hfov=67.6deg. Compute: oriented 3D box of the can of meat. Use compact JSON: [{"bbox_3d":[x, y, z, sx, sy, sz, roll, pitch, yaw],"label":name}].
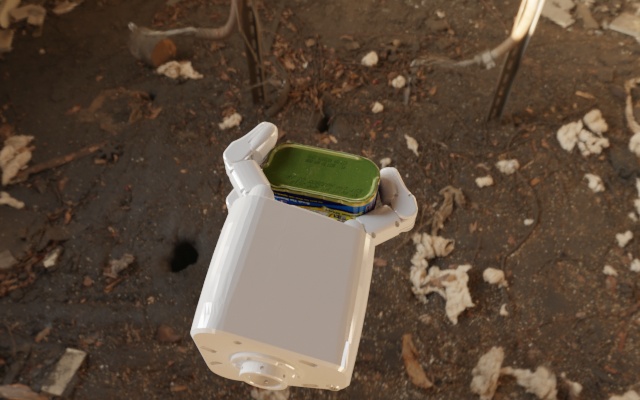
[{"bbox_3d":[0.000,0.001,0.421,0.102,0.057,0.084,11,-37,9],"label":"can of meat"}]
